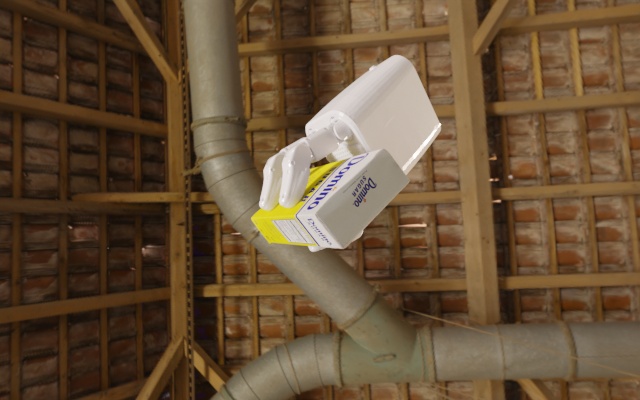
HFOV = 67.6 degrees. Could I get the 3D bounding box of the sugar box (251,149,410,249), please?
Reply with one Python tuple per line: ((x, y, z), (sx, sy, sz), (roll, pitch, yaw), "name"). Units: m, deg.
((0.000, 0.001, 0.477), (0.093, 0.048, 0.176), (-44, 12, -22), "sugar box")
